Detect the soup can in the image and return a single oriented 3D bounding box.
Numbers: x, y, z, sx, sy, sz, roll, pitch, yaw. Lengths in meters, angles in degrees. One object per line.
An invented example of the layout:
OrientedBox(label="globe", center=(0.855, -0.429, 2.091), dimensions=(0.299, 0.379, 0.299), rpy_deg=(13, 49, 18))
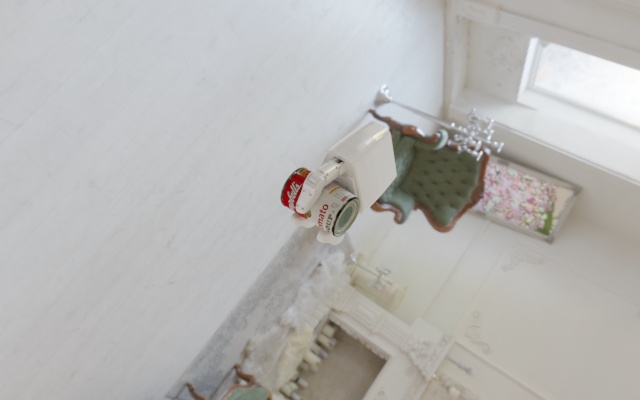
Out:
OrientedBox(label="soup can", center=(0.000, 0.003, 0.715), dimensions=(0.102, 0.068, 0.068), rpy_deg=(31, 14, 25))
